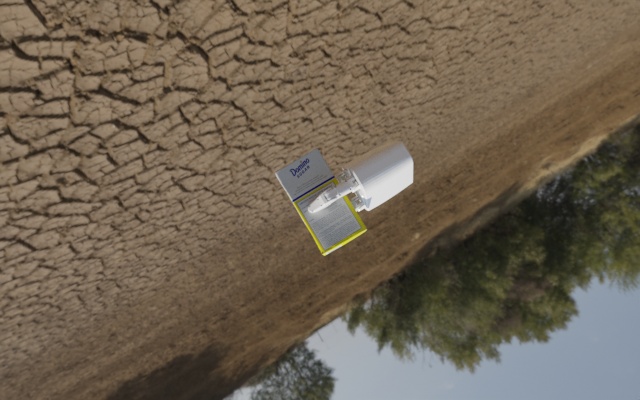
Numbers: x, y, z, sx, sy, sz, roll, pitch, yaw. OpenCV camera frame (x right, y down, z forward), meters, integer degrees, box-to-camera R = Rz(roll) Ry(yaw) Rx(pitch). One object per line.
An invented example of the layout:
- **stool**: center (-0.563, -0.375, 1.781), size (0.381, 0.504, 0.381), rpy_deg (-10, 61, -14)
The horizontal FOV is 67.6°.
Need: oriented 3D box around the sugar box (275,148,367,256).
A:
- **sugar box**: center (0.000, 0.003, 0.879), size (0.093, 0.176, 0.048), rpy_deg (-30, -10, -3)
